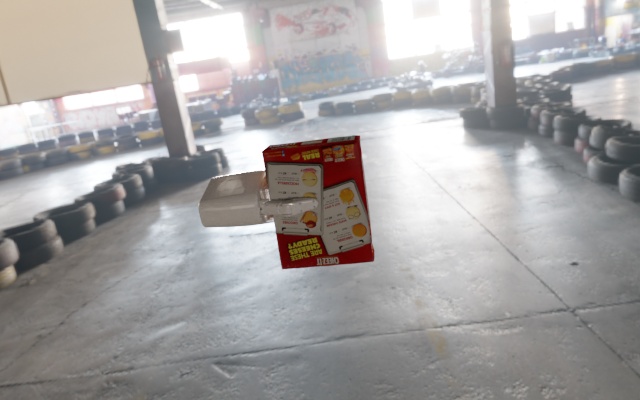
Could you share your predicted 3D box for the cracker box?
[{"bbox_3d":[0.000,0.003,0.824,0.164,0.214,0.072,-6,16,9],"label":"cracker box"}]
